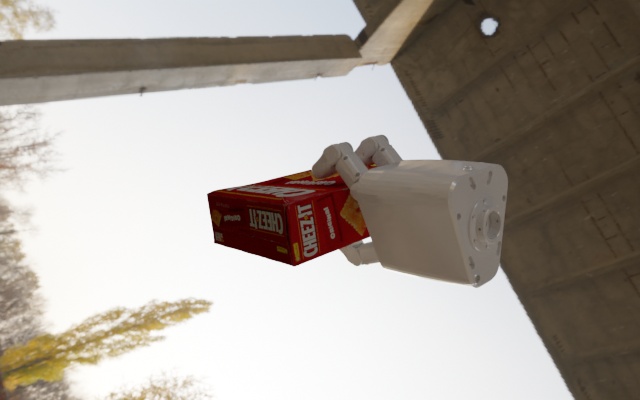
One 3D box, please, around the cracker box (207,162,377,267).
[{"bbox_3d":[0.000,0.002,0.565,0.213,0.072,0.164,-16,13,-38],"label":"cracker box"}]
